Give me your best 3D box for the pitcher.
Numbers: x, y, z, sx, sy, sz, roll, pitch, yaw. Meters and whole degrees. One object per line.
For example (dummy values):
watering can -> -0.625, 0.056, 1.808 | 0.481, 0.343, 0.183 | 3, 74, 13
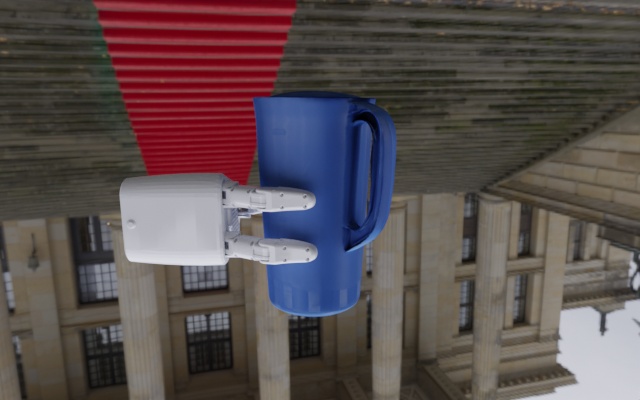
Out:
pitcher -> 0.000, 0.002, 0.534 | 0.145, 0.243, 0.149 | 0, 11, -1
